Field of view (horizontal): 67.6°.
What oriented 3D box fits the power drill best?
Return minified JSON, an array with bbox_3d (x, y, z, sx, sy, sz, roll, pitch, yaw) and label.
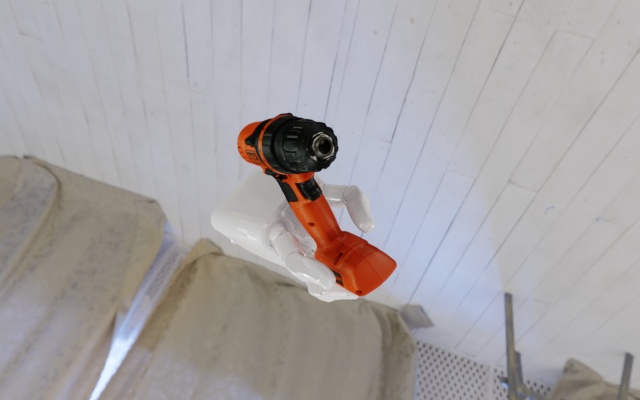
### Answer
[{"bbox_3d":[0.000,0.002,0.461,0.057,0.188,0.184,-36,20,-14],"label":"power drill"}]
